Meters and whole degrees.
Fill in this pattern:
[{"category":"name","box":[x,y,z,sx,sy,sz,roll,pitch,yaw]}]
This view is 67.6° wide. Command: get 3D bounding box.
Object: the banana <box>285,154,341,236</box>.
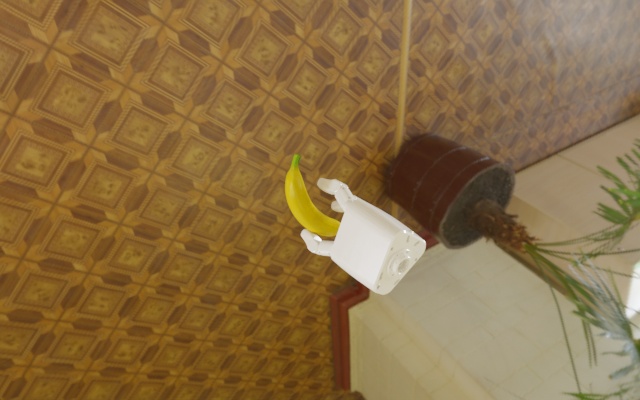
[{"category":"banana","box":[-0.014,0.013,0.821,0.037,0.069,0.198,28,-23,44]}]
